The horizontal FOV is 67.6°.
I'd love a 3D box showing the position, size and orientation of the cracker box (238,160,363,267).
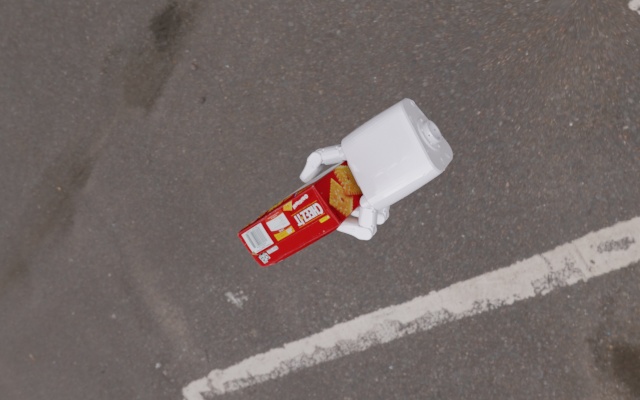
[{"bbox_3d":[0.000,0.002,0.729,0.164,0.072,0.213,-32,4,35],"label":"cracker box"}]
